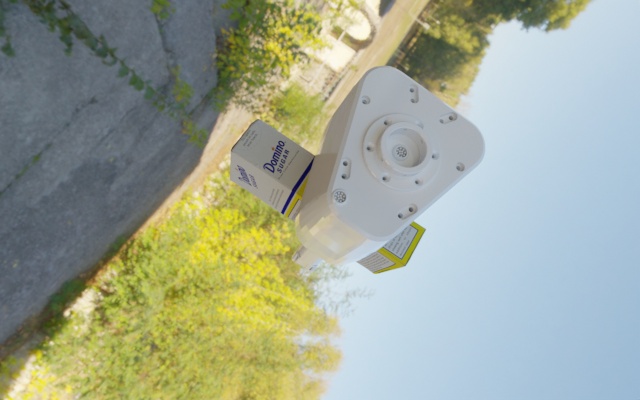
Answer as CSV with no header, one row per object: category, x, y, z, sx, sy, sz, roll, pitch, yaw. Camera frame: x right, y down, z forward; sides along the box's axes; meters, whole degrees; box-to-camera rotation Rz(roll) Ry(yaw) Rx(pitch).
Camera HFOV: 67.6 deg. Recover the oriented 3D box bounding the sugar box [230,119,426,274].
sugar box,0.000,0.001,0.443,0.176,0.048,0.093,36,-18,-2
